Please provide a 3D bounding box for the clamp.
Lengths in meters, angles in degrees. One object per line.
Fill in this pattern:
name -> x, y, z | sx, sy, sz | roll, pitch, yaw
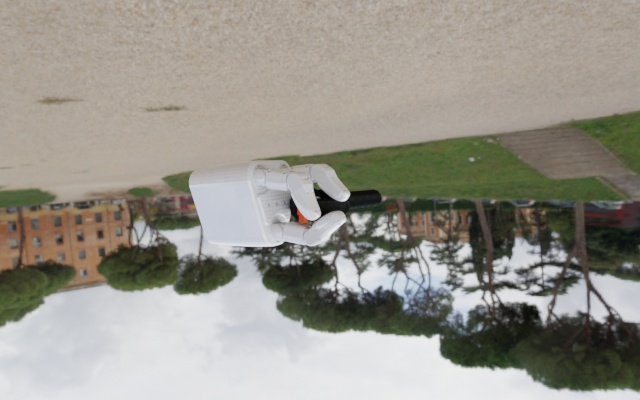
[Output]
clamp -> 0.000, 0.003, 0.660 | 0.120, 0.039, 0.171 | -3, 3, 30
